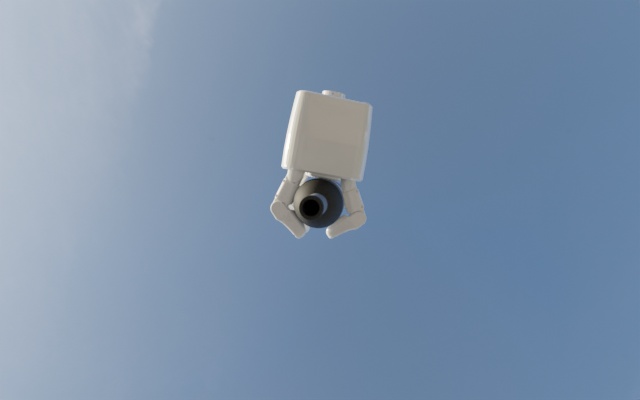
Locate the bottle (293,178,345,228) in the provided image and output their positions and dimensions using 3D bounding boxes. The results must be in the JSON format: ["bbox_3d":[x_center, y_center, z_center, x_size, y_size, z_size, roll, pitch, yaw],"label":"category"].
[{"bbox_3d":[0.000,0.002,0.666,0.069,0.069,0.295,0,2,4],"label":"bottle"}]
